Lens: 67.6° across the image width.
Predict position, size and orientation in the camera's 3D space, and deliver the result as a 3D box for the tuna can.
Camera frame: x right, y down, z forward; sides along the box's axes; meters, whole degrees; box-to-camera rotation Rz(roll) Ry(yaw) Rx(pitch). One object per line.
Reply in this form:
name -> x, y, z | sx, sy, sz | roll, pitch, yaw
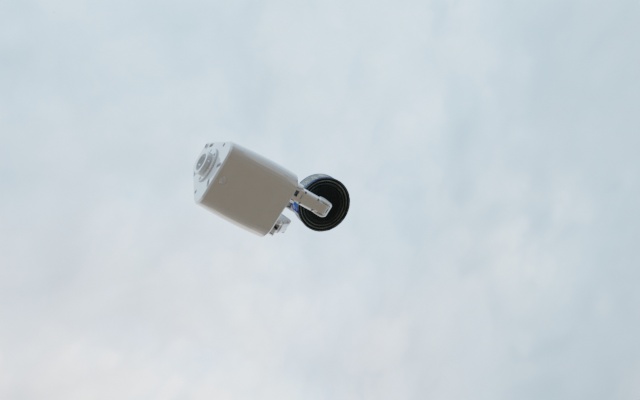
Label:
tuna can -> 0.000, 0.002, 0.733 | 0.086, 0.086, 0.033 | 0, 17, -24
